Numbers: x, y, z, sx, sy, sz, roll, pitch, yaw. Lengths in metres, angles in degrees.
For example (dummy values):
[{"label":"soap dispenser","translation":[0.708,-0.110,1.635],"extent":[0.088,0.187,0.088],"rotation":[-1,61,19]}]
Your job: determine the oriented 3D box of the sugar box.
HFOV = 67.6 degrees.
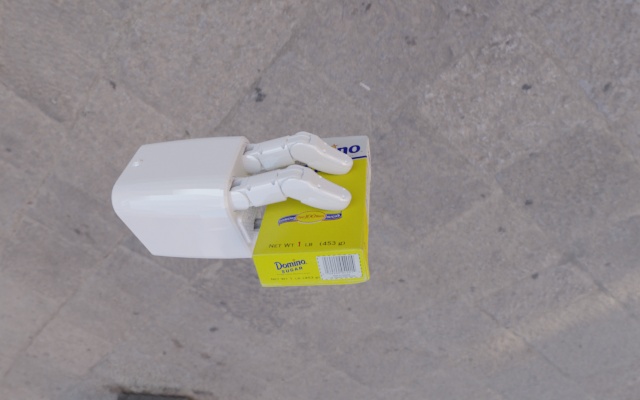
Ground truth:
[{"label":"sugar box","translation":[0.000,0.001,0.453],"extent":[0.093,0.048,0.176],"rotation":[-3,40,9]}]
